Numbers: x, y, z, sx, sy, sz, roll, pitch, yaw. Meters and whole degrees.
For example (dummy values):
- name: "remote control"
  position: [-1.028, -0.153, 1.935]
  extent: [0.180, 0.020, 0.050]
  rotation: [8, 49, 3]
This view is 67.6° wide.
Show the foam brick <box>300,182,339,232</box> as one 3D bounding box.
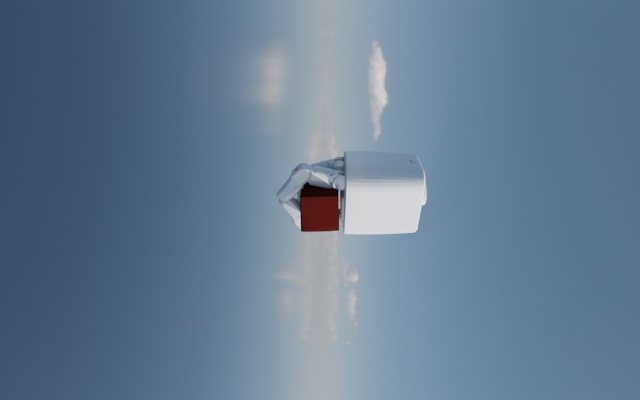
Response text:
- name: "foam brick"
  position: [0.000, 0.002, 0.653]
  extent: [0.051, 0.053, 0.078]
  rotation: [0, 26, 2]
